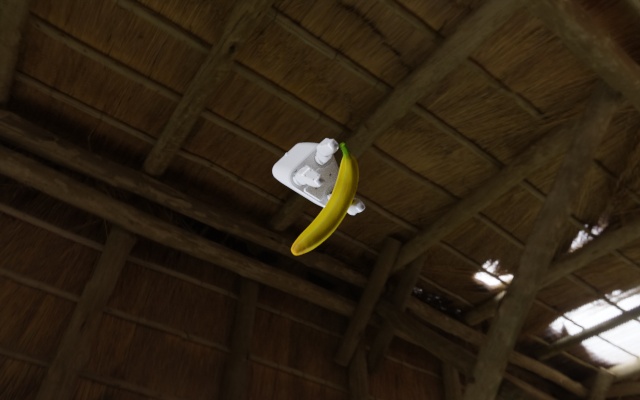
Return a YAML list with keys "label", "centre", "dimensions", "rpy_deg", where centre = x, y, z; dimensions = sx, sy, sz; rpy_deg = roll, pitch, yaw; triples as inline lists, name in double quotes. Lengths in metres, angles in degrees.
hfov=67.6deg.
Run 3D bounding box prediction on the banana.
- label: "banana"
  centre: [0.017, 0.006, 0.786]
  dimensions: [0.070, 0.198, 0.037]
  rpy_deg: [23, 2, -27]
